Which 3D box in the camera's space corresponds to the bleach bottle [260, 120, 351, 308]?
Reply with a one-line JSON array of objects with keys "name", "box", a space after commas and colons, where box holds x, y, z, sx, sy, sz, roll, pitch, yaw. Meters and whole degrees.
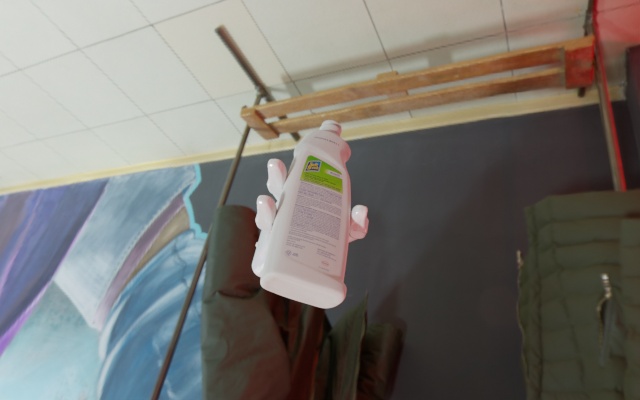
[{"name": "bleach bottle", "box": [0.000, 0.002, 0.613, 0.102, 0.250, 0.068, 20, -33, -12]}]
